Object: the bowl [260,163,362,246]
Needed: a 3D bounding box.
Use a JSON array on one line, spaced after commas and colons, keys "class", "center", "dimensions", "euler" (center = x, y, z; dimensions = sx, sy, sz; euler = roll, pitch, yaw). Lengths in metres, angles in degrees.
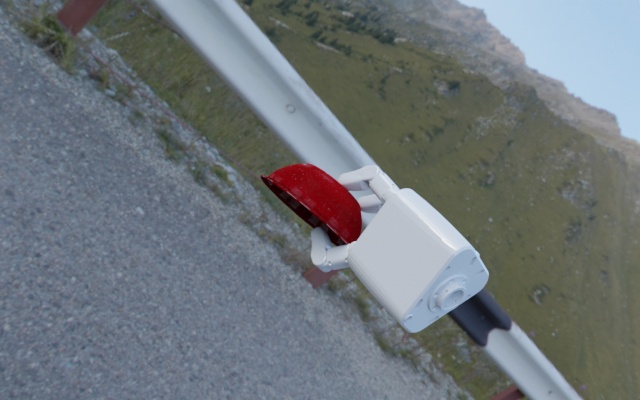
[{"class": "bowl", "center": [-0.001, 0.001, 0.622], "dimensions": [0.162, 0.055, 0.162], "euler": [39, -8, 6]}]
